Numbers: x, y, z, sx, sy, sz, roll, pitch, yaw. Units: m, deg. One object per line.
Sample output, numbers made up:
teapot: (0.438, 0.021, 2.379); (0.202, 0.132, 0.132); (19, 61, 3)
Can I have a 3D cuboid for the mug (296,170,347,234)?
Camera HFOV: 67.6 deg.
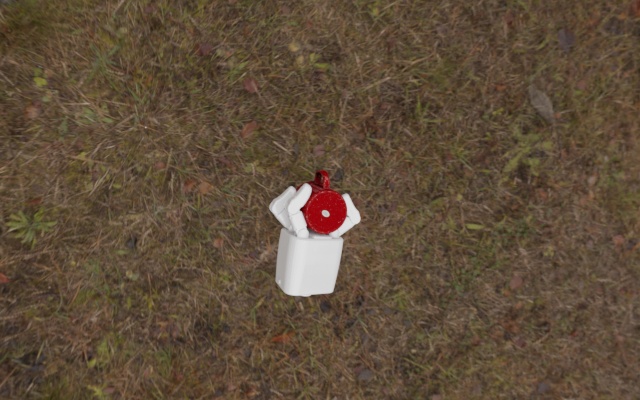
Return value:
mug: (0.000, 0.001, 0.877); (0.093, 0.117, 0.081); (5, 8, -21)
